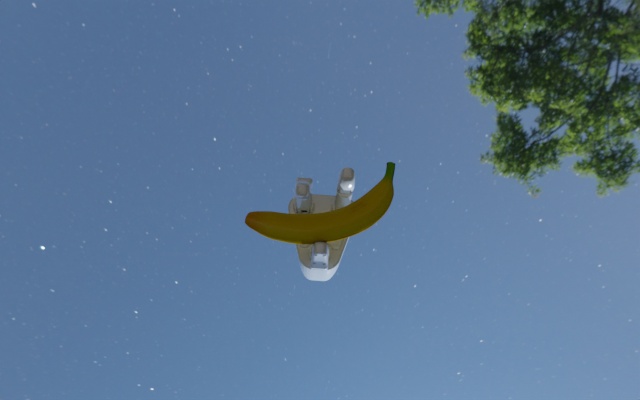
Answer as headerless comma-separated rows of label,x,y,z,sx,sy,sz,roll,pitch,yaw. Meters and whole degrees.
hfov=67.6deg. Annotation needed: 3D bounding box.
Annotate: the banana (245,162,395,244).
banana,0.010,0.018,0.585,0.198,0.069,0.037,-20,-14,-7
